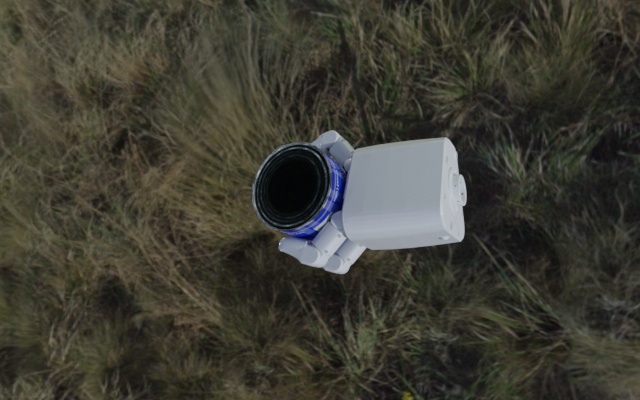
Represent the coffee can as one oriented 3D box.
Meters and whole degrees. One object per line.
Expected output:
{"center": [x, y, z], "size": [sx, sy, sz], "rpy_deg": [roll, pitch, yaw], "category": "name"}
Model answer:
{"center": [0.000, 0.002, 0.576], "size": [0.103, 0.102, 0.140], "rpy_deg": [0, -15, 30], "category": "coffee can"}
